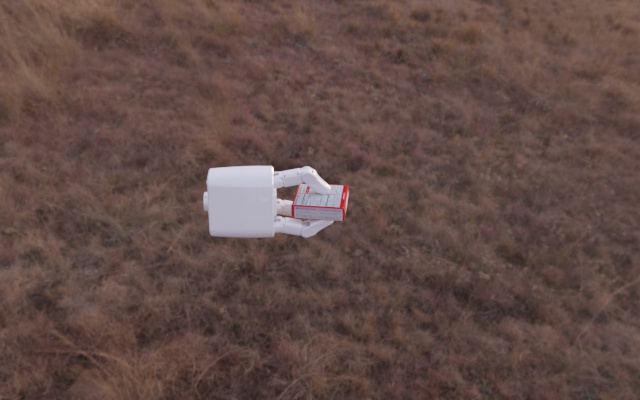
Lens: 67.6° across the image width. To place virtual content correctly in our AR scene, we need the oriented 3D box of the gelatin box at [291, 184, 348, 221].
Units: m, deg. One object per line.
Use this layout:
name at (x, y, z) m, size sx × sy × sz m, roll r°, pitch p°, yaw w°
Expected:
gelatin box at (0.000, 0.002, 0.807) m, size 0.089 × 0.030 × 0.073 m, roll 2°, pitch 32°, yaw 7°
